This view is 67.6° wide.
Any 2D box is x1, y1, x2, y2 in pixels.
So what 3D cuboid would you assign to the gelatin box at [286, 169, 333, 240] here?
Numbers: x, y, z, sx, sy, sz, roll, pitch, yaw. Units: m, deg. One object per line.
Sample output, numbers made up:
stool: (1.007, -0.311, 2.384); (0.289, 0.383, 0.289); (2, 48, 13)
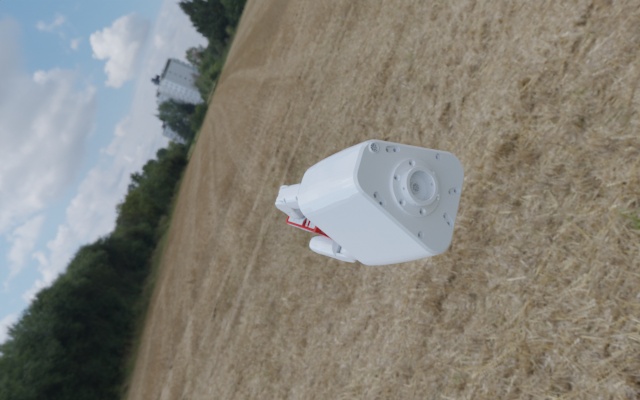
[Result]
gelatin box: (0.000, 0.002, 0.554); (0.030, 0.073, 0.089); (24, -6, -25)
